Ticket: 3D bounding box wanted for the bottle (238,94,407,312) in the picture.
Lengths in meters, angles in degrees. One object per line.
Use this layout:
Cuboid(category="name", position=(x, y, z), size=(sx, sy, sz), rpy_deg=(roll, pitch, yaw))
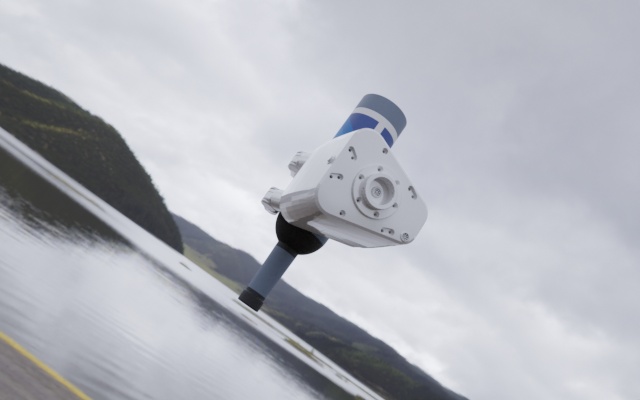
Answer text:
Cuboid(category="bottle", position=(0.000, 0.002, 0.573), size=(0.069, 0.295, 0.069), rpy_deg=(32, -16, 10))
